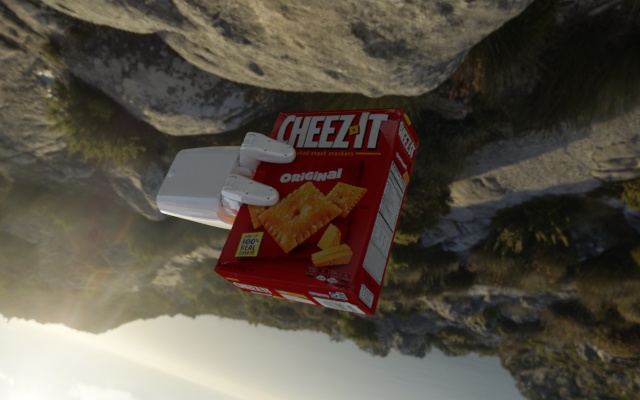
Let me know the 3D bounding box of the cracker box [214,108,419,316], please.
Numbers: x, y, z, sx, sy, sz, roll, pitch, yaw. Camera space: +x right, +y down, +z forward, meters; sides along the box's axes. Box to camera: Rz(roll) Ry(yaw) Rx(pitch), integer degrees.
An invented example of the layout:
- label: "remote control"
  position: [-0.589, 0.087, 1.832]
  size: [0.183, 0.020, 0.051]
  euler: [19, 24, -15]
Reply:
- label: "cracker box"
  position: [0.000, 0.002, 0.522]
  size: [0.164, 0.213, 0.072]
  euler: [4, -27, 29]
